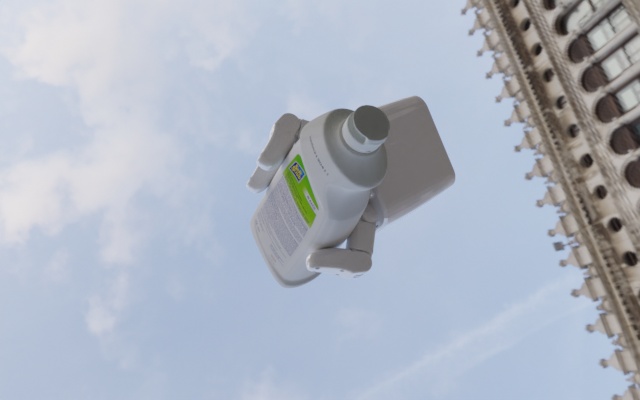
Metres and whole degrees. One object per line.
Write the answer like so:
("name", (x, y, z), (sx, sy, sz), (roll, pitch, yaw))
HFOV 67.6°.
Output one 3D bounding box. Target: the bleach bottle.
("bleach bottle", (0.000, 0.001, 0.439), (0.068, 0.102, 0.251), (-24, -13, -28))
